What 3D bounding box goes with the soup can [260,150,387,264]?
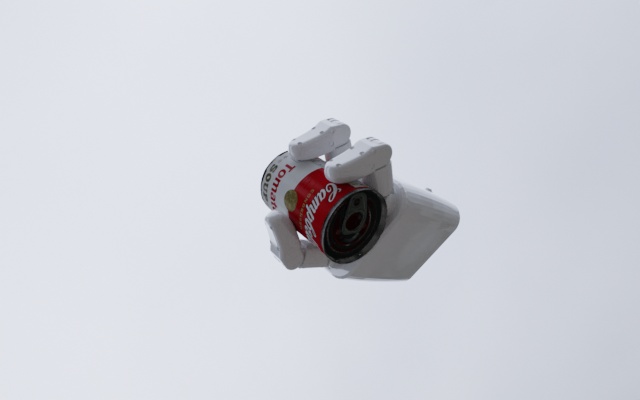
[{"bbox_3d":[-0.001,0.001,0.421,0.068,0.068,0.102,0,24,-40],"label":"soup can"}]
